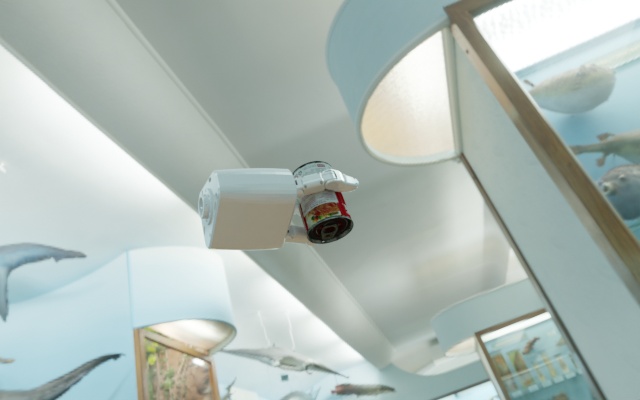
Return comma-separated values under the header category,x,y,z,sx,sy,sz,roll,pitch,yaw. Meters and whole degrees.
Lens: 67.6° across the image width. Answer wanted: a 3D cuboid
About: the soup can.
category,x,y,z,sx,sy,sz,roll,pitch,yaw
soup can,0.001,0.002,0.690,0.068,0.102,0.069,-13,-33,-9
